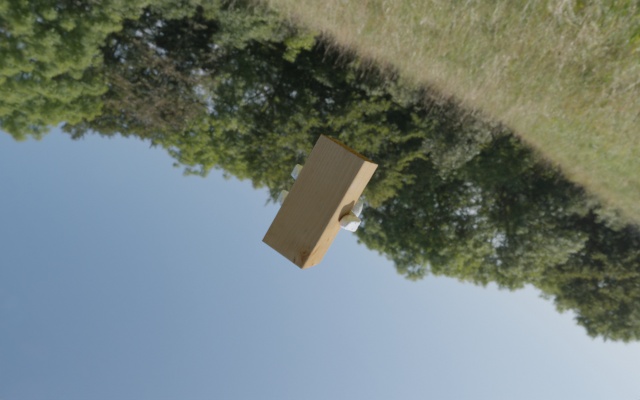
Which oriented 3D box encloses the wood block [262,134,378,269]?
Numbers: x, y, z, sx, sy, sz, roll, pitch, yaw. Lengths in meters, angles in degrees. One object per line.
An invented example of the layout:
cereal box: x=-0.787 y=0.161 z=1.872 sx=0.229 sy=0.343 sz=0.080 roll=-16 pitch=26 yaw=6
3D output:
wood block: x=0.000 y=0.003 z=0.815 sx=0.091 sy=0.206 sz=0.090 roll=33 pitch=11 yaw=17
